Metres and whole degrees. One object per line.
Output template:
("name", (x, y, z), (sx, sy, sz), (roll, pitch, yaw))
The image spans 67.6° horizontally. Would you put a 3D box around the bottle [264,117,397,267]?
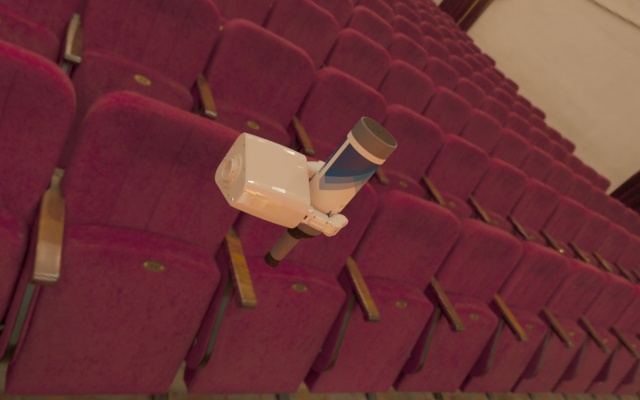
("bottle", (0.000, 0.002, 0.752), (0.069, 0.069, 0.296), (0, -44, -53))
